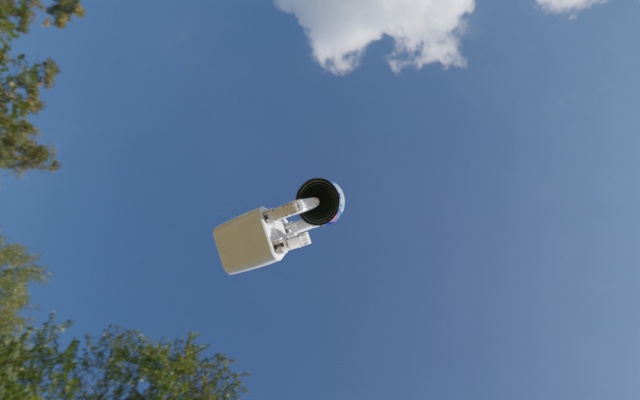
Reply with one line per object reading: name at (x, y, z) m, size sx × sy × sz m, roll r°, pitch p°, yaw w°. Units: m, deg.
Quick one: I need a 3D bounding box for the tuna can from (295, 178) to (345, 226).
tuna can at (0.000, 0.003, 0.862) m, size 0.086 × 0.086 × 0.034 m, roll 0°, pitch -2°, yaw 22°
